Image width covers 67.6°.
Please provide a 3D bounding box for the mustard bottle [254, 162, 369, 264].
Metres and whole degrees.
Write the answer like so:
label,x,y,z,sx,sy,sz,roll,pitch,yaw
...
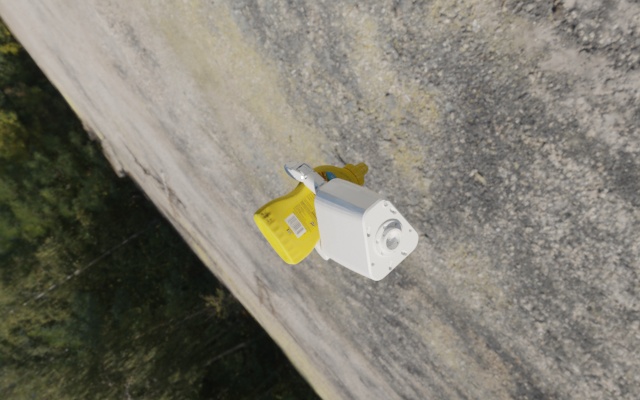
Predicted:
label,x,y,z,sx,sy,sz,roll,pitch,yaw
mustard bottle,0.000,0.002,0.722,0.191,0.096,0.058,-39,8,-19
